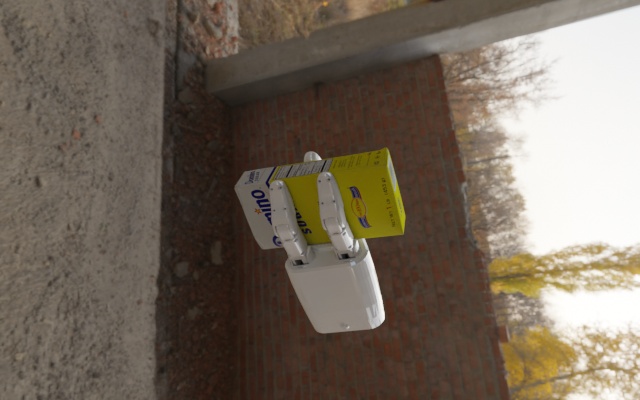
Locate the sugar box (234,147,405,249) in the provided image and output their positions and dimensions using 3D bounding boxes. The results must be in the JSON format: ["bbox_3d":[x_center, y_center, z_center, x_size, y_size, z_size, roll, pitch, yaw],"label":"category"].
[{"bbox_3d":[0.000,0.002,0.543,0.176,0.093,0.048,-10,30,16],"label":"sugar box"}]
